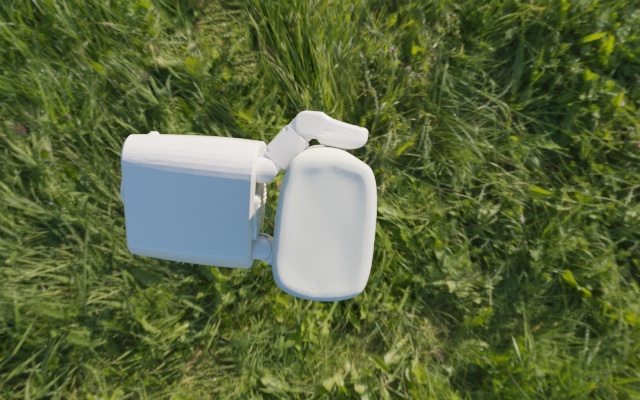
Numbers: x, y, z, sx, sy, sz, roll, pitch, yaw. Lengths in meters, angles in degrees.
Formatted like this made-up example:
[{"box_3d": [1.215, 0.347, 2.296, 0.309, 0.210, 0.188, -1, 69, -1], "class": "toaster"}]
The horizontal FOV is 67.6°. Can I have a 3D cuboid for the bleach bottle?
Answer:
[{"box_3d": [0.000, 0.001, 0.435, 0.068, 0.102, 0.251, 6, 7, -2], "class": "bleach bottle"}]
